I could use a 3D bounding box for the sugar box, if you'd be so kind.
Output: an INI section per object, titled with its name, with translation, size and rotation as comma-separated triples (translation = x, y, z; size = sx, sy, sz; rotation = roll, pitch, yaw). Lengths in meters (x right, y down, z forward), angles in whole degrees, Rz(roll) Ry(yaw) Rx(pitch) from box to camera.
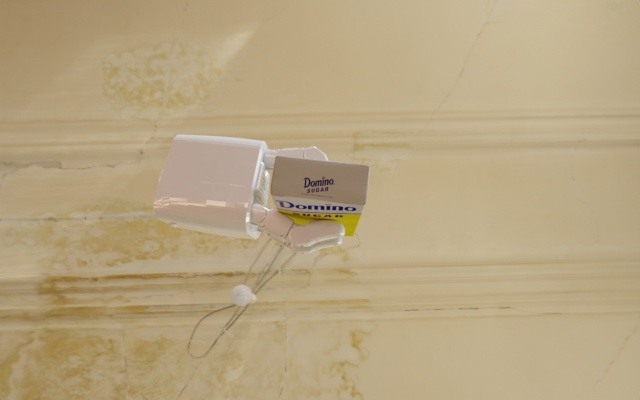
[sugar box]
translation = 0.000, 0.002, 0.529
size = 0.093, 0.048, 0.176
rotation = 6, -11, 3
